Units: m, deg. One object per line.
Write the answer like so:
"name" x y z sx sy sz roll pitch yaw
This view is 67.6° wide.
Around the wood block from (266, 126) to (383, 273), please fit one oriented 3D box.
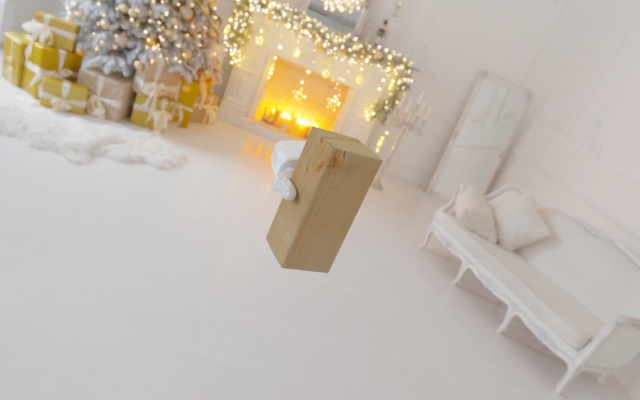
"wood block" 0.000 0.002 0.749 0.091 0.206 0.090 11 23 -31
